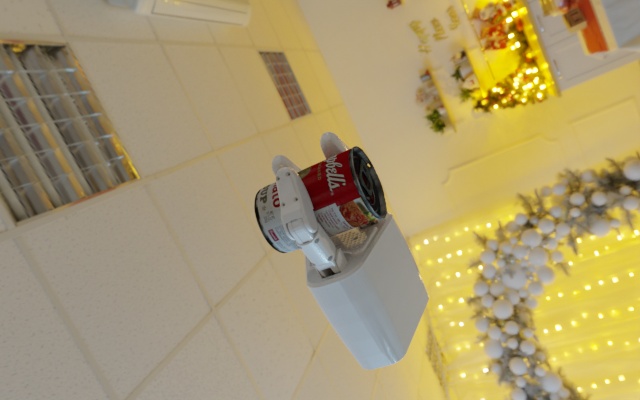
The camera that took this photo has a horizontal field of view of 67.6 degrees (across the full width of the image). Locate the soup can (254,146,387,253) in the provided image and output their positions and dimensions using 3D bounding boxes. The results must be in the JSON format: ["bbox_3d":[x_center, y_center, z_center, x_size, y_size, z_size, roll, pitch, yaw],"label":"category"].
[{"bbox_3d":[0.000,0.001,0.434,0.102,0.068,0.068,-22,-9,22],"label":"soup can"}]
